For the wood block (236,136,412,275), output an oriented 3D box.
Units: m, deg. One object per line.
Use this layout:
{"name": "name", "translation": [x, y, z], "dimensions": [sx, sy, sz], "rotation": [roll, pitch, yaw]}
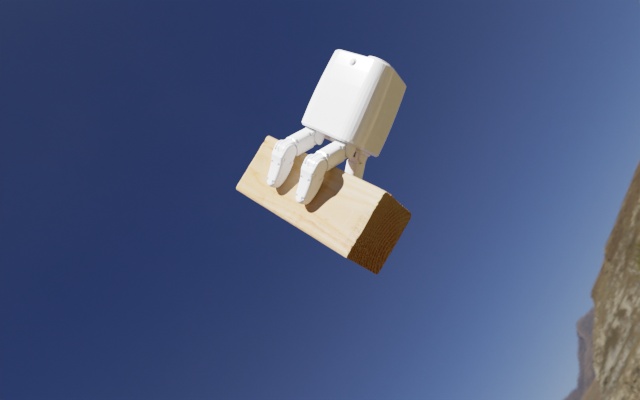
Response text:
{"name": "wood block", "translation": [0.000, 0.002, 0.625], "dimensions": [0.206, 0.090, 0.091], "rotation": [29, -3, 37]}
